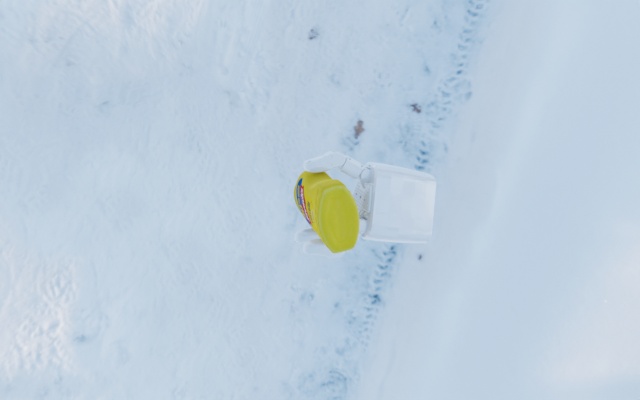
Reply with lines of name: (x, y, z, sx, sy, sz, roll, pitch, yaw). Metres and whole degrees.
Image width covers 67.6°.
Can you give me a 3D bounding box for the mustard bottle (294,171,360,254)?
mustard bottle: (0.000, 0.002, 0.711, 0.058, 0.096, 0.191, -15, 18, -11)
